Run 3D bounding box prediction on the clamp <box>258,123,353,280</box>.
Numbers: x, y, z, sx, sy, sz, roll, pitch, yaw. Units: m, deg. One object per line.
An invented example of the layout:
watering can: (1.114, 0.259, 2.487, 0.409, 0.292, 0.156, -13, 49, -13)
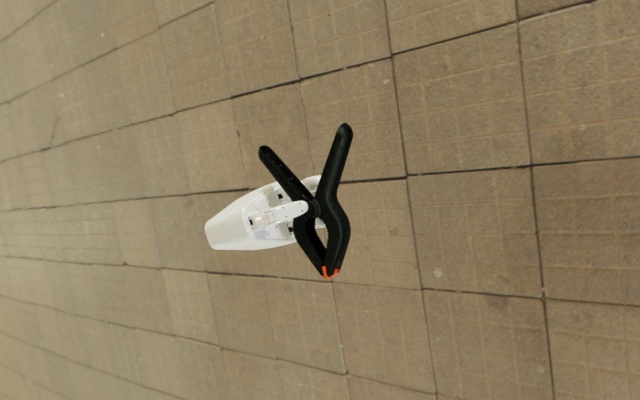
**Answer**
clamp: (0.000, 0.003, 0.654, 0.164, 0.210, 0.036, -17, 0, 41)
